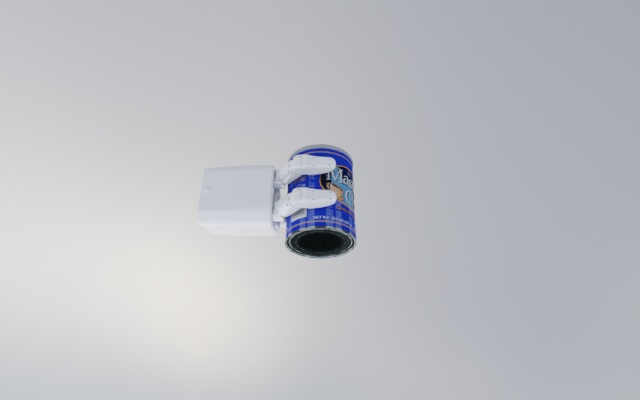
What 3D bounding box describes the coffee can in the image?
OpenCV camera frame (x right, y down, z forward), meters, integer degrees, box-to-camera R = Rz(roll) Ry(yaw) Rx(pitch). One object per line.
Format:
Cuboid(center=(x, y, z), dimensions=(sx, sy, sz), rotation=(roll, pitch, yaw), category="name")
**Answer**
Cuboid(center=(0.000, 0.002, 0.714), dimensions=(0.103, 0.140, 0.103), rotation=(0, -30, 0), category="coffee can")
